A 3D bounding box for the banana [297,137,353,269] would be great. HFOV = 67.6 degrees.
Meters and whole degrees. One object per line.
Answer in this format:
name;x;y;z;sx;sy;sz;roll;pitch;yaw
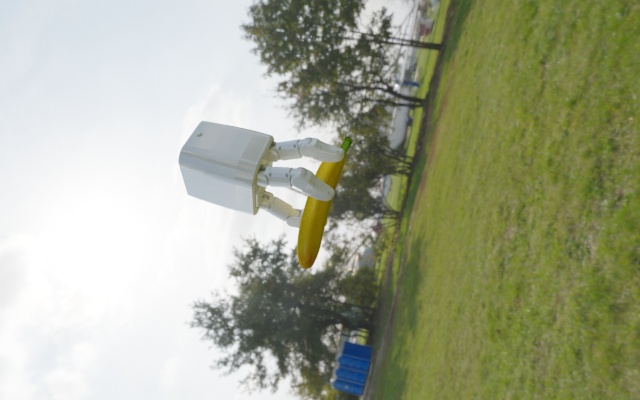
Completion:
banana;-0.002;0.005;0.660;0.037;0.197;0.070;18;-22;-3
